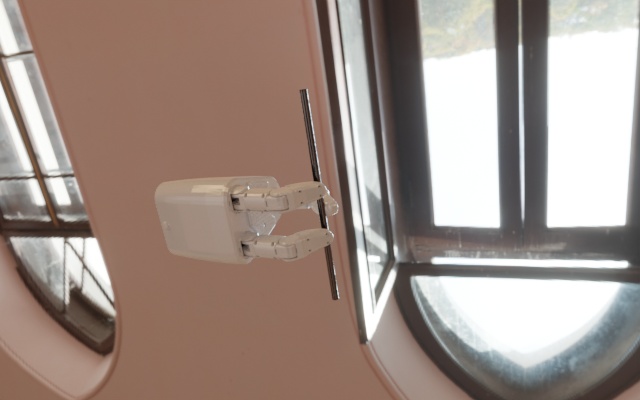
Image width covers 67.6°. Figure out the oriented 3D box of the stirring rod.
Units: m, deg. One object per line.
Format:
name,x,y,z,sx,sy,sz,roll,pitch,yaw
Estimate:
stirring rod,0.000,0.002,0.516,0.011,0.240,0.011,-8,19,3
